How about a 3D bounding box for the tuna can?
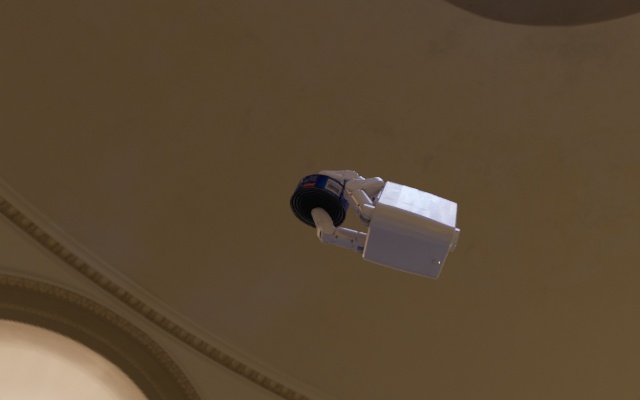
[{"bbox_3d":[0.000,0.002,0.713,0.086,0.086,0.033,0,43,23],"label":"tuna can"}]
